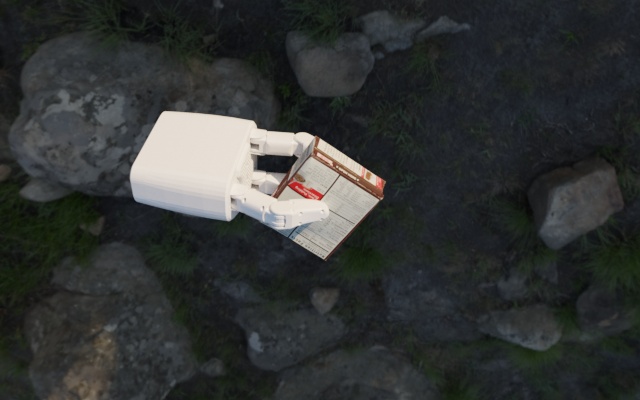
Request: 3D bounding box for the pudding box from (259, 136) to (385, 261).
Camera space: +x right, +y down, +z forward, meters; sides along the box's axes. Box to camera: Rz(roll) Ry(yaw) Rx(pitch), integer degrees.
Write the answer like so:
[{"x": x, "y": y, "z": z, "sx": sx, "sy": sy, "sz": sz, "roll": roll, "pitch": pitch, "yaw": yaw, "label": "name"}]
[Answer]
[{"x": 0.000, "y": 0.002, "z": 0.510, "sx": 0.090, "sy": 0.113, "sz": 0.039, "roll": 31, "pitch": 36, "yaw": -13, "label": "pudding box"}]
